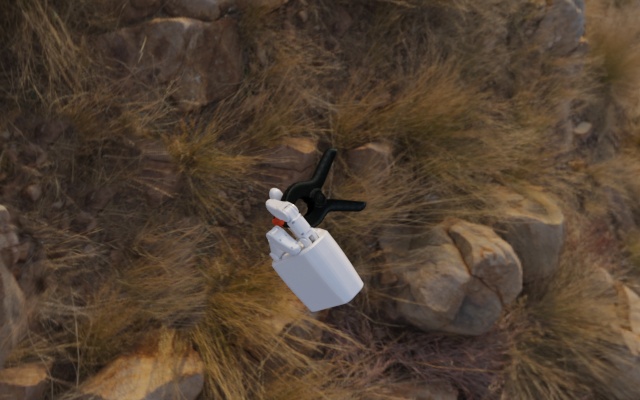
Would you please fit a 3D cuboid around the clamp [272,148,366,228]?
[{"bbox_3d":[0.000,0.002,0.789,0.171,0.120,0.039,-42,5,-26],"label":"clamp"}]
